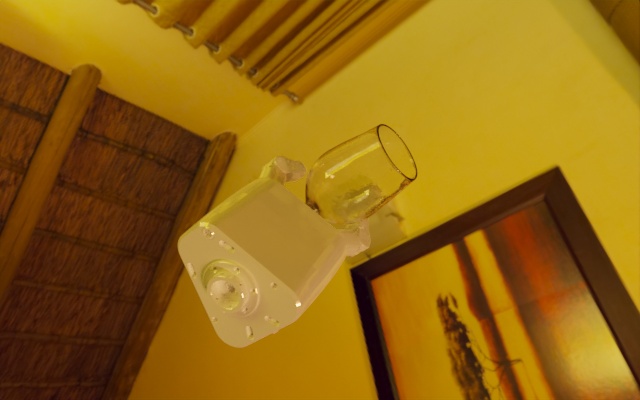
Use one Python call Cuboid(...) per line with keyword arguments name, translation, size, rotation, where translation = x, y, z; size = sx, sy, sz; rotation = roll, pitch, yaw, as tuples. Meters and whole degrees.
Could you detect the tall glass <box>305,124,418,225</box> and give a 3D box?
Cuboid(name="tall glass", translation=(0.000, 0.002, 0.495), size=(0.201, 0.079, 0.079), rotation=(-33, -18, 29))
